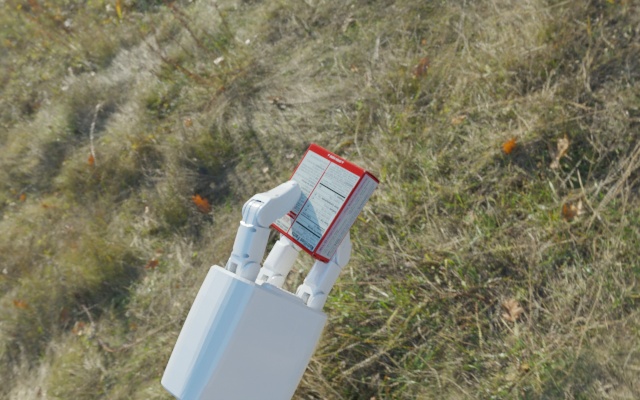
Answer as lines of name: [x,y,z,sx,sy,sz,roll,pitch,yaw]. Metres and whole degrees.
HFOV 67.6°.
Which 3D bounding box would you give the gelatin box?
gelatin box: [0.000,0.001,0.436,0.073,0.089,0.030,32,1,41]
